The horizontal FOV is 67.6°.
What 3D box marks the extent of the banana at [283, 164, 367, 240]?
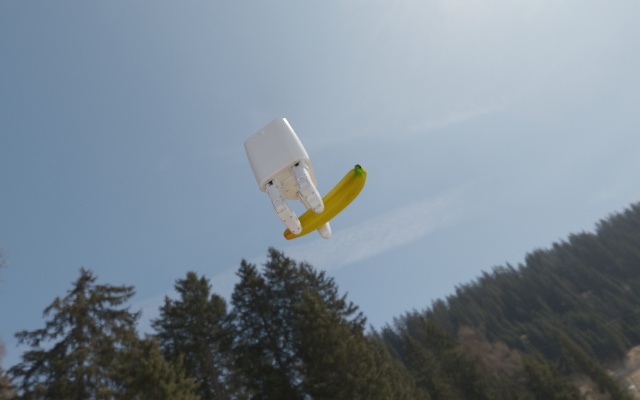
[{"bbox_3d":[0.015,0.002,0.786,0.069,0.037,0.198,5,-41,-46],"label":"banana"}]
